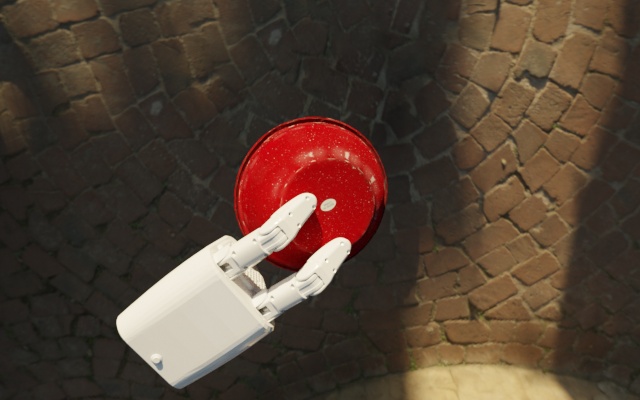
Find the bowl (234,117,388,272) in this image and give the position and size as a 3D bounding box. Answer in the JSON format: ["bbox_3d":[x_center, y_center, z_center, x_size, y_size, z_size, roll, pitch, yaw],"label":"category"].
[{"bbox_3d":[0.001,0.001,0.463,0.162,0.162,0.055,0,11,-16],"label":"bowl"}]
